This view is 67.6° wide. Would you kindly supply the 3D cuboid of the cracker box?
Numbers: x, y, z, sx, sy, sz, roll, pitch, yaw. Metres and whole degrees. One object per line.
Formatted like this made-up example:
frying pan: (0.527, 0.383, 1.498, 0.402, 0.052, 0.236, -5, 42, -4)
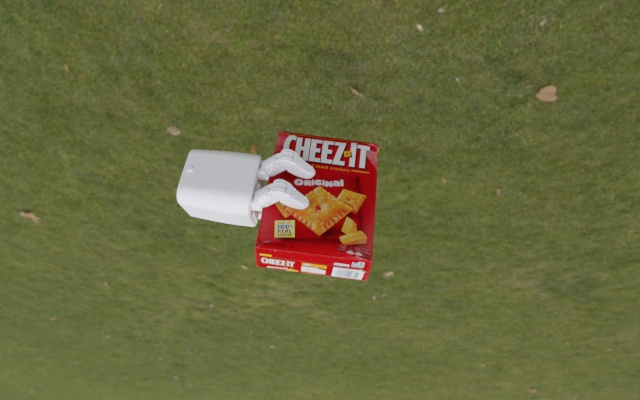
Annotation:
cracker box: (0.000, 0.003, 0.721, 0.164, 0.213, 0.072, 8, -33, 0)
